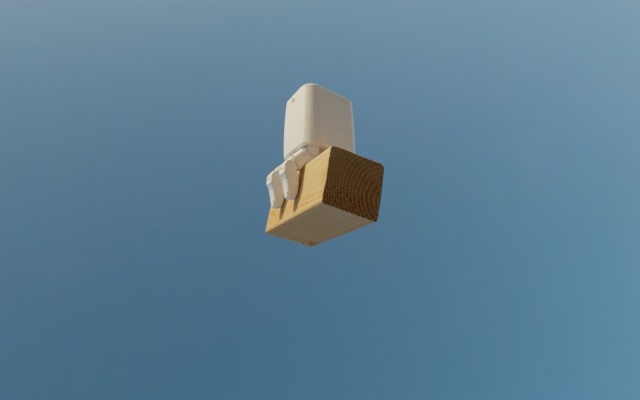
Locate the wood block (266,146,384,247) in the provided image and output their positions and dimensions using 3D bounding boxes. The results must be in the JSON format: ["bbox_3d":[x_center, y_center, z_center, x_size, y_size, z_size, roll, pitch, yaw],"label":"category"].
[{"bbox_3d":[0.000,0.002,0.740,0.091,0.090,0.206,18,-22,-22],"label":"wood block"}]
